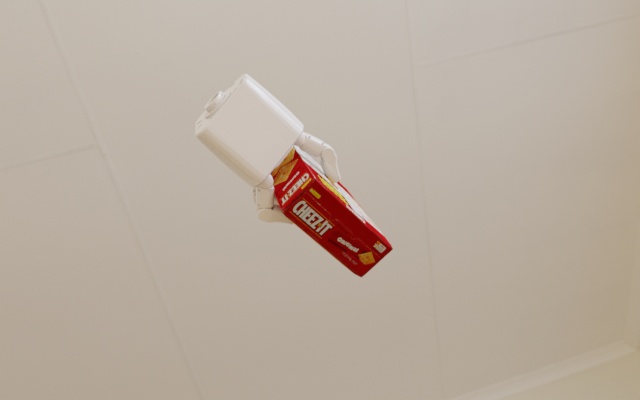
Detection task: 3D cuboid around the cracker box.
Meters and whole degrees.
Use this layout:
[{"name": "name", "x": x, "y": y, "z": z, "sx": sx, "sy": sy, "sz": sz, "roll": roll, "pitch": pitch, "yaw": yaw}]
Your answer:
[{"name": "cracker box", "x": 0.000, "y": 0.002, "z": 0.728, "sx": 0.164, "sy": 0.072, "sz": 0.213, "roll": 41, "pitch": 8, "yaw": -25}]
